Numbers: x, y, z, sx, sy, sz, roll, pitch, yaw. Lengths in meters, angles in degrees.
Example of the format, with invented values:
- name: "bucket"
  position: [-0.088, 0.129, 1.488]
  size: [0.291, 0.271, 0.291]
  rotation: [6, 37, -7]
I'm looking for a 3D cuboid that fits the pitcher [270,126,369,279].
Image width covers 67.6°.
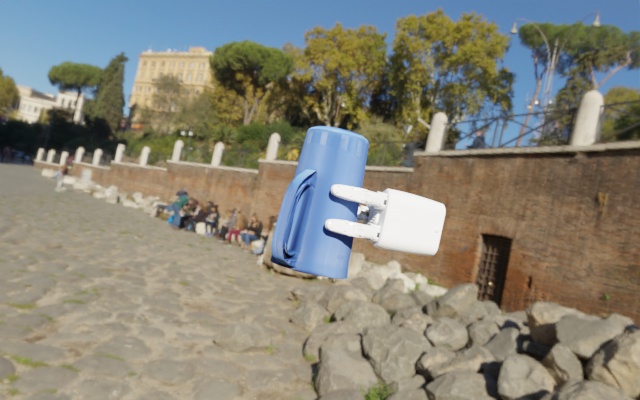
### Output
- name: "pitcher"
  position: [0.000, 0.003, 0.797]
  size: [0.145, 0.243, 0.149]
  rotation: [13, -2, -11]
